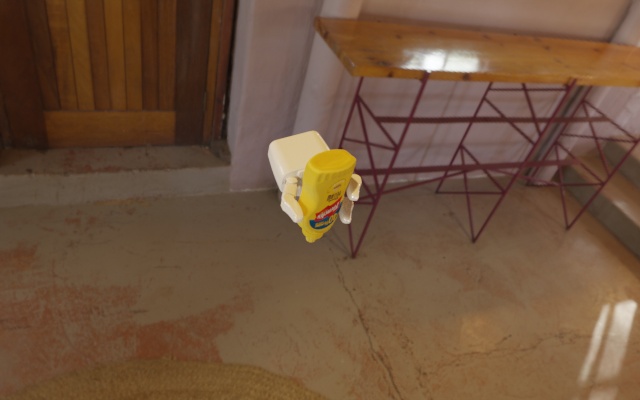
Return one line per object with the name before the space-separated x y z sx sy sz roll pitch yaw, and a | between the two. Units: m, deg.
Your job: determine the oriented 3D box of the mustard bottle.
mustard bottle | 0.000 0.003 0.860 0.096 0.192 0.058 -24 54 -39
